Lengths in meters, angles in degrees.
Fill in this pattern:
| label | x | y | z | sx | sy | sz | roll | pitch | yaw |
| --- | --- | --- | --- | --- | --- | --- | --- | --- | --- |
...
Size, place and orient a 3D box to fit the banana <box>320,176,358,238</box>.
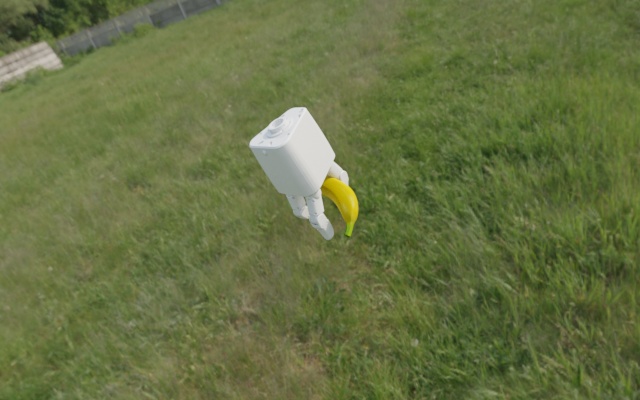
| label | x | y | z | sx | sy | sz | roll | pitch | yaw |
| --- | --- | --- | --- | --- | --- | --- | --- | --- | --- |
| banana | 0.015 | -0.009 | 0.856 | 0.037 | 0.069 | 0.197 | 45 | -2 | -38 |
